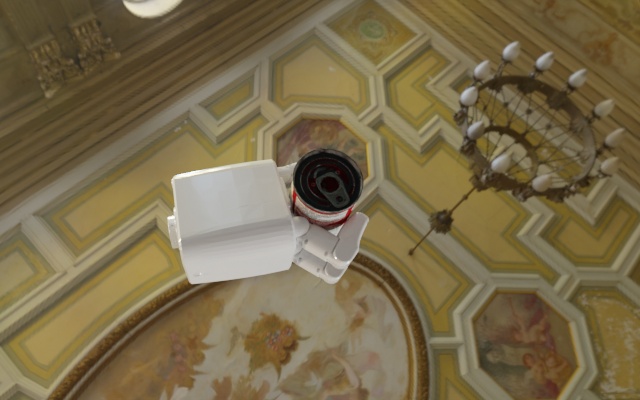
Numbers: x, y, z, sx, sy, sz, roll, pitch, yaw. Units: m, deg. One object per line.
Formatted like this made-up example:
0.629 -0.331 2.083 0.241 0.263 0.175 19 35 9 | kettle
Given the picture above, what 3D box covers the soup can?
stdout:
0.000 0.002 0.492 0.068 0.068 0.102 0 -25 -9 | soup can
